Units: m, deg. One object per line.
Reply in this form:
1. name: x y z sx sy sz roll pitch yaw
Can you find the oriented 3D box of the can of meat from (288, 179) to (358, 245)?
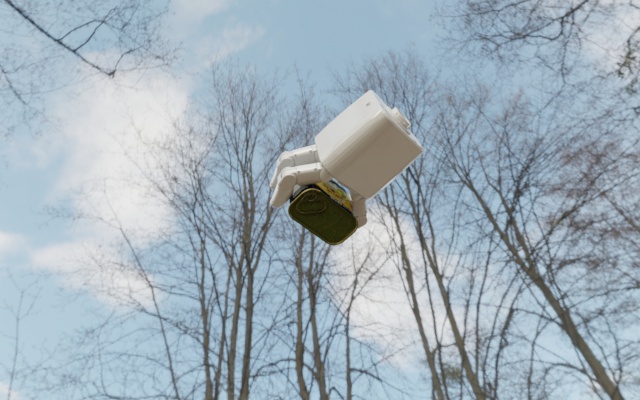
1. can of meat: 0.000 0.002 0.685 0.102 0.057 0.084 37 22 -27
